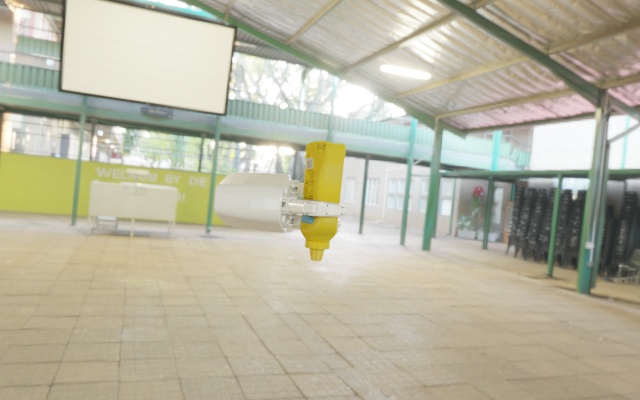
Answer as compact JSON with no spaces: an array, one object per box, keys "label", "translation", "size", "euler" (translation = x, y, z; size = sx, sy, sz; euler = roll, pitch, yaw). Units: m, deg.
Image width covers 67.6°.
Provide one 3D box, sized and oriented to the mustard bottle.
[{"label":"mustard bottle","translation":[0.000,0.002,0.777],"size":[0.058,0.191,0.096],"euler":[5,1,-22]}]
